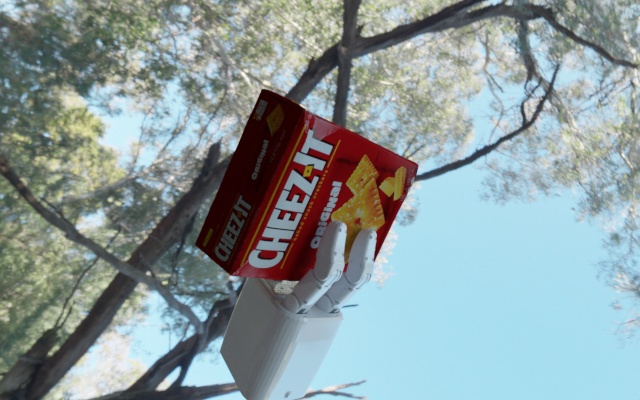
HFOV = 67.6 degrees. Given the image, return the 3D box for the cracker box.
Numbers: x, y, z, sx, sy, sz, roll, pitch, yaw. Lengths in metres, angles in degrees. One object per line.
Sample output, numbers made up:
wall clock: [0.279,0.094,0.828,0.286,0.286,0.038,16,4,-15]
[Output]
cracker box: [0.000,0.002,0.504,0.072,0.164,0.214,31,10,39]
